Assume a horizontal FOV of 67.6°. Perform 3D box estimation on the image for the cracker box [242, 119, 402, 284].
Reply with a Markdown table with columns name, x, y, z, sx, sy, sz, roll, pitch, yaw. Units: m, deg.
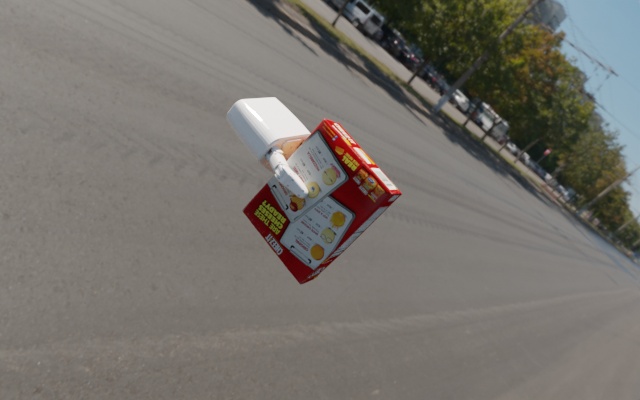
| name | x | y | z | sx | sy | sz | roll | pitch | yaw |
| --- | --- | --- | --- | --- | --- | --- | --- | --- | --- |
| cracker box | 0.000 | 0.002 | 0.776 | 0.214 | 0.164 | 0.072 | -47 | -18 | 20 |
